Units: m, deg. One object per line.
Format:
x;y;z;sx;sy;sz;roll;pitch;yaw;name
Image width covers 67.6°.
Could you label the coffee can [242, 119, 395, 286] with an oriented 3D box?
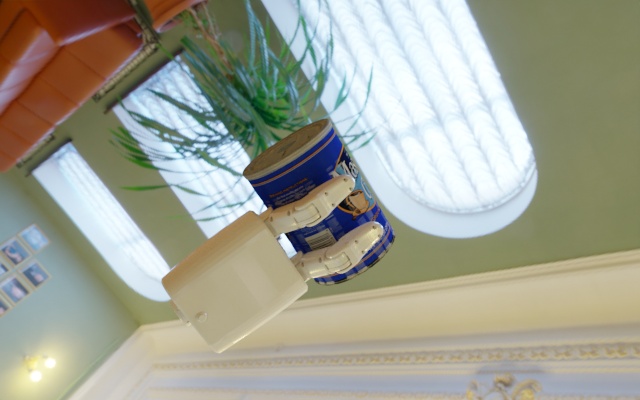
0.000;0.001;0.497;0.103;0.140;0.102;-29;17;10;coffee can
